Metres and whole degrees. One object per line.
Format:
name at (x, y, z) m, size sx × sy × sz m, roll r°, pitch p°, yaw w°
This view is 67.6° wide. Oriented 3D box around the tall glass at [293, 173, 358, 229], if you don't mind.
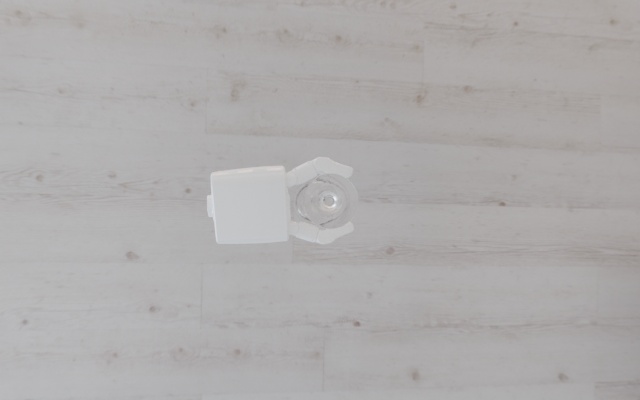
tall glass at (0.000, 0.002, 0.731) m, size 0.079 × 0.079 × 0.201 m, roll 0°, pitch -1°, yaw -8°
